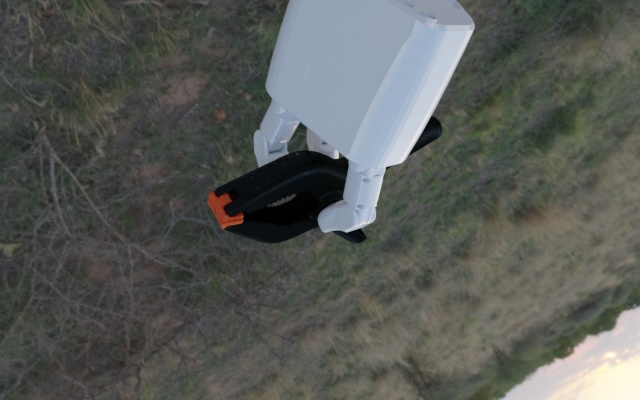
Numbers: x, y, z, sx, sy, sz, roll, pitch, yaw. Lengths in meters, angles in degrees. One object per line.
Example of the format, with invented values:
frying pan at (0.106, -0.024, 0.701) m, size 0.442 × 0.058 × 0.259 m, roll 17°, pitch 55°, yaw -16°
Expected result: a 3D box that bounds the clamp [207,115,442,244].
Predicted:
clamp at (0.000, 0.002, 0.423) m, size 0.210 × 0.036 × 0.165 m, roll -14°, pitch -36°, yaw -34°
